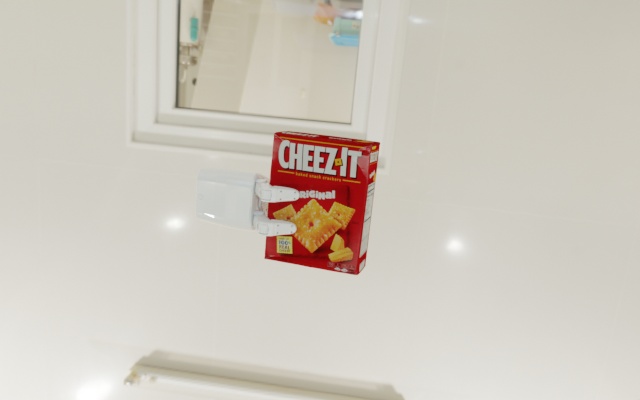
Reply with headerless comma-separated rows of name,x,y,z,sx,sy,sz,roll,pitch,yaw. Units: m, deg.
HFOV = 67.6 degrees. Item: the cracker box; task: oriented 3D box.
cracker box,0.000,0.003,0.781,0.164,0.214,0.072,9,13,16
